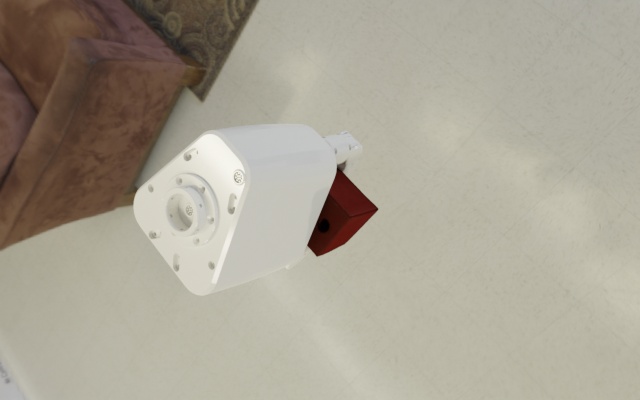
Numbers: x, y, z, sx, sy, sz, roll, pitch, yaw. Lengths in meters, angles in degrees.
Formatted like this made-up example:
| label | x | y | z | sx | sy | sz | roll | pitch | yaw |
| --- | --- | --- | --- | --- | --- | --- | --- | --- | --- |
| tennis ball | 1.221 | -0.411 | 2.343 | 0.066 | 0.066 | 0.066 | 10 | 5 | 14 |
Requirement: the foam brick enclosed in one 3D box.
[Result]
| label | x | y | z | sx | sy | sz | roll | pitch | yaw |
| --- | --- | --- | --- | --- | --- | --- | --- | --- | --- |
| foam brick | 0.000 | 0.002 | 0.425 | 0.053 | 0.078 | 0.051 | -51 | -18 | 28 |
